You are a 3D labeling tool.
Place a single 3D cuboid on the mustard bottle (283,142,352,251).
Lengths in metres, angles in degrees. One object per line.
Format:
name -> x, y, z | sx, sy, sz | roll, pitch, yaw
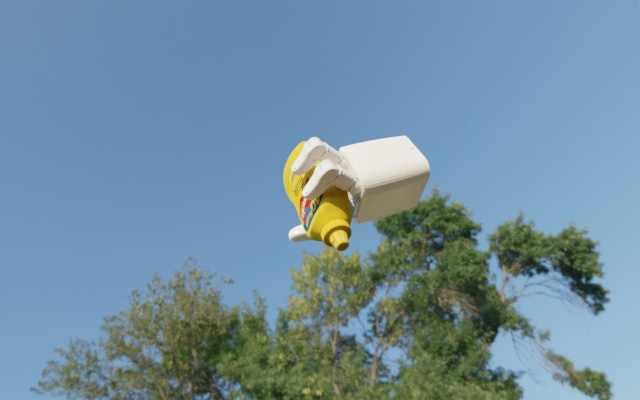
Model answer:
mustard bottle -> 0.000, 0.002, 0.692 | 0.058, 0.096, 0.191 | 7, 35, -28
